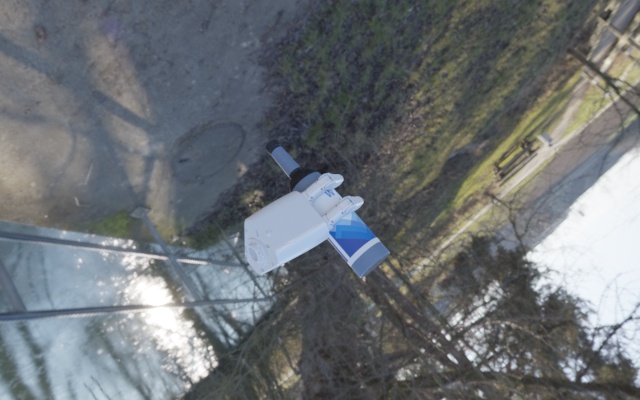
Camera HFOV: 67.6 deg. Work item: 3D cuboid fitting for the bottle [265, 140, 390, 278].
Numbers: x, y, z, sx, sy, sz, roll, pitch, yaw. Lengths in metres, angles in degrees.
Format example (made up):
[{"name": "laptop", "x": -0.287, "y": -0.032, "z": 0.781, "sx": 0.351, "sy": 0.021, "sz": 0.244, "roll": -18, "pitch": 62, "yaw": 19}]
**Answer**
[{"name": "bottle", "x": 0.000, "y": 0.003, "z": 0.846, "sx": 0.069, "sy": 0.295, "sz": 0.069, "roll": -37, "pitch": -17, "yaw": -13}]
